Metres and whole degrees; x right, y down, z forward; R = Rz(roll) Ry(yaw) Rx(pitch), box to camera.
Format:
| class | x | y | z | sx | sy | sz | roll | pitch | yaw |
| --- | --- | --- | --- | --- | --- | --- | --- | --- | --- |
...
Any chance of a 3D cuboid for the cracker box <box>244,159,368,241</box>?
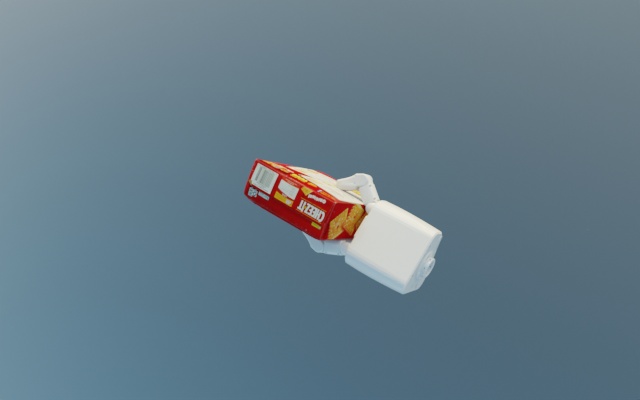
| class | x | y | z | sx | sy | sz | roll | pitch | yaw |
| --- | --- | --- | --- | --- | --- | --- | --- | --- | --- |
| cracker box | 0.000 | 0.002 | 0.808 | 0.164 | 0.072 | 0.214 | 29 | 11 | 28 |
